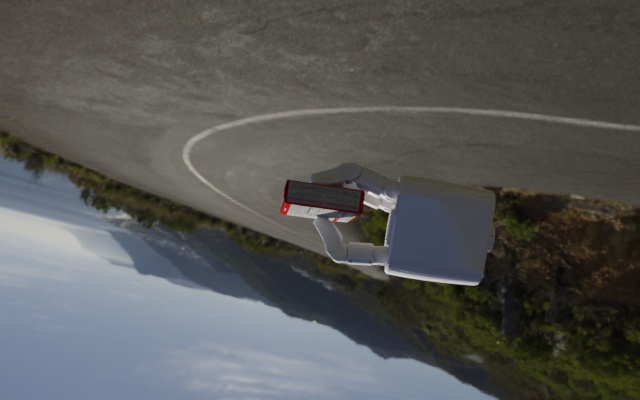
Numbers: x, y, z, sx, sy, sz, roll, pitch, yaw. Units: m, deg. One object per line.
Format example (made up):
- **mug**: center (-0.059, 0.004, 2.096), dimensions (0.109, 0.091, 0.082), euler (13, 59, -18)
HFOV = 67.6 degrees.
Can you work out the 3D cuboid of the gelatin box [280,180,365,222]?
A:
- **gelatin box**: center (0.000, 0.002, 0.554), dimensions (0.089, 0.030, 0.073), euler (7, -11, -7)
